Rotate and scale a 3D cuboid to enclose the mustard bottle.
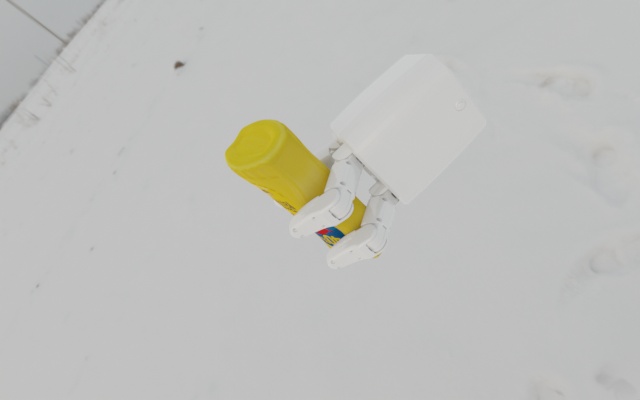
[{"bbox_3d":[0.000,0.002,0.468,0.192,0.058,0.096,41,-15,-32],"label":"mustard bottle"}]
